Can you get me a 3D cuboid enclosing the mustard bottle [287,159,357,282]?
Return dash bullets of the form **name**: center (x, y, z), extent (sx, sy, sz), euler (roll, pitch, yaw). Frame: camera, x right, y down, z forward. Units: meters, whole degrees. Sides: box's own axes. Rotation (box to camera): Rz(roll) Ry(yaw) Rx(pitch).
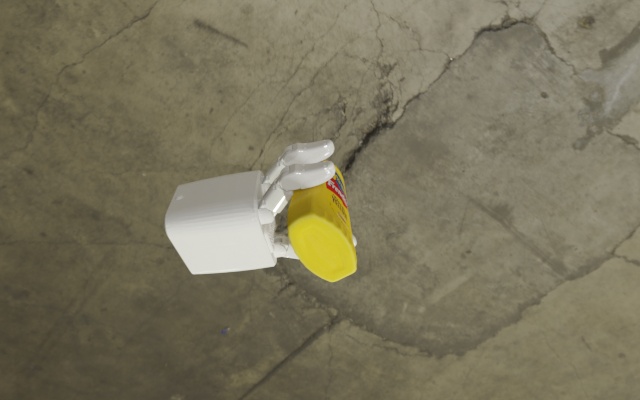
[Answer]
- **mustard bottle**: center (0.000, 0.002, 0.572), extent (0.058, 0.096, 0.191), euler (-29, 29, 16)
